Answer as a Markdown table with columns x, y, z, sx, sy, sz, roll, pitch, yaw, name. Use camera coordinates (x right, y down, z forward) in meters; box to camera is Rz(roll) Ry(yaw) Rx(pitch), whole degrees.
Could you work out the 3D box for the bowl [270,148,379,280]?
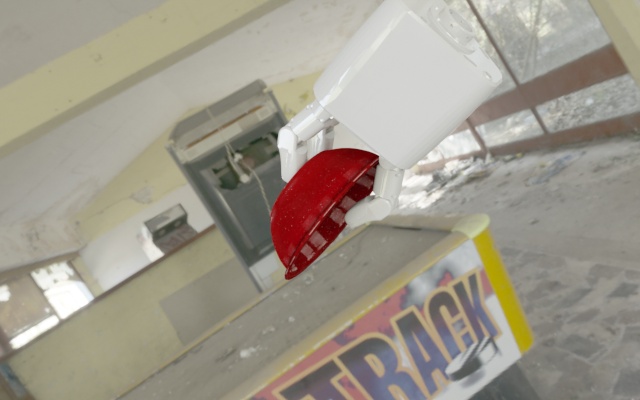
| x | y | z | sx | sy | sz | roll | pitch | yaw | name |
| --- | --- | --- | --- | --- | --- | --- | --- | --- | --- |
| -0.001 | 0.002 | 0.483 | 0.055 | 0.162 | 0.162 | 39 | 9 | 11 | bowl |
